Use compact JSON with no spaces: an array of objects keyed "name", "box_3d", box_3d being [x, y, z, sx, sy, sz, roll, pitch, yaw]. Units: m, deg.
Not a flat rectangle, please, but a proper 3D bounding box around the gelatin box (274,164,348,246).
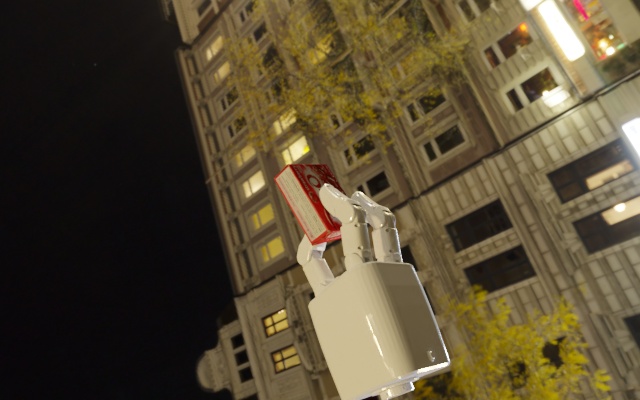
[{"name":"gelatin box","box_3d":[0.000,0.002,0.525,0.030,0.089,0.073,-41,-19,30]}]
